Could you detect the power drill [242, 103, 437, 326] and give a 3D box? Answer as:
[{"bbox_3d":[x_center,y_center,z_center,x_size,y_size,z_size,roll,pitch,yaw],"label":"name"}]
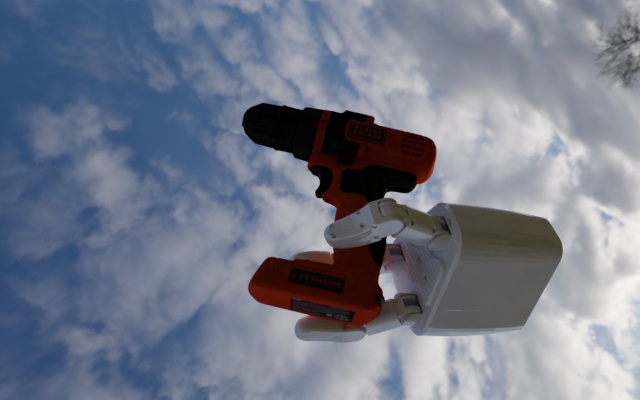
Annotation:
[{"bbox_3d":[0.000,0.002,0.415,0.184,0.187,0.057,13,-26,6],"label":"power drill"}]
